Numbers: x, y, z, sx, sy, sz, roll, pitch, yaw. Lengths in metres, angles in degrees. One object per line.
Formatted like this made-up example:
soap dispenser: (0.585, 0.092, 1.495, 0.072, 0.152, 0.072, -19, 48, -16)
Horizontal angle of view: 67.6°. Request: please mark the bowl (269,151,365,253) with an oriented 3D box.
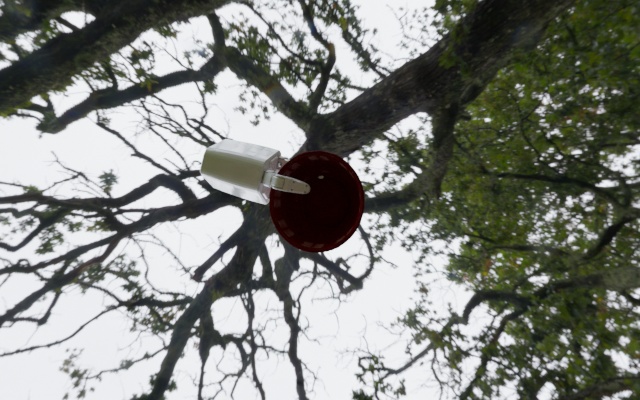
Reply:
bowl: (0.001, 0.003, 0.777, 0.162, 0.162, 0.055, 0, -1, 20)
